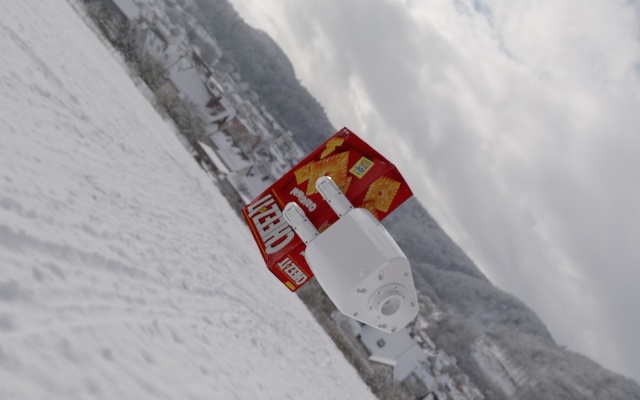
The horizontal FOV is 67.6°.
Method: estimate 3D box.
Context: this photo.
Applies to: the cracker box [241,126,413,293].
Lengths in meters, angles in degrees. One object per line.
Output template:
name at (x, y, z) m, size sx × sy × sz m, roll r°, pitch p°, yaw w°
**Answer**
cracker box at (0.000, 0.002, 0.691) m, size 0.213 × 0.072 × 0.164 m, roll -38°, pitch 35°, yaw 1°
